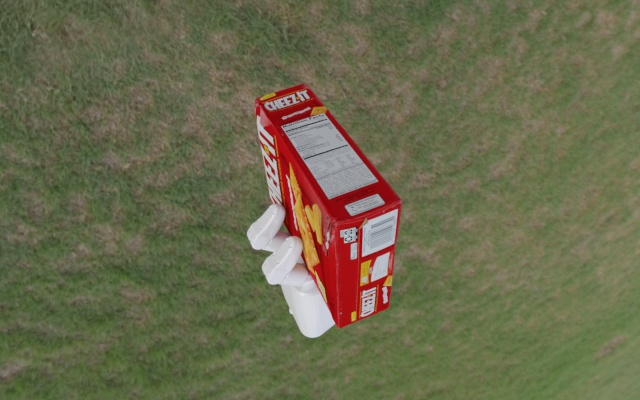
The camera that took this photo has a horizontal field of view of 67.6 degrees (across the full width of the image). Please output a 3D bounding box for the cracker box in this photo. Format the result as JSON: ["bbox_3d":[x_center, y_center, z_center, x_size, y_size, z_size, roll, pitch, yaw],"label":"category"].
[{"bbox_3d":[0.000,0.002,0.515,0.072,0.164,0.213,-19,47,-16],"label":"cracker box"}]
